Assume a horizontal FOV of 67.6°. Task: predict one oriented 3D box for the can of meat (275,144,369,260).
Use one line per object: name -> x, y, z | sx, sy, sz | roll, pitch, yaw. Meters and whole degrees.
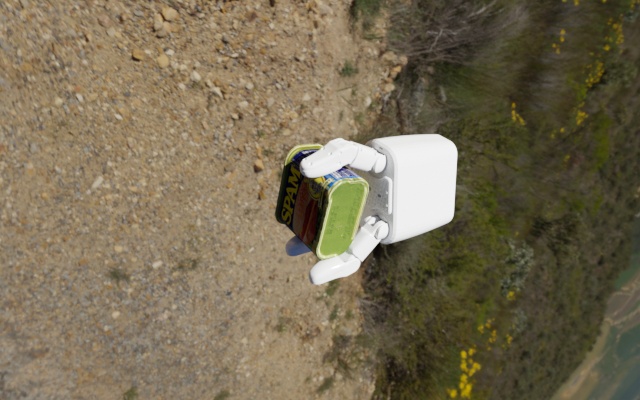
can of meat -> 0.000, 0.002, 0.523 | 0.057, 0.102, 0.084 | -8, 34, -36
